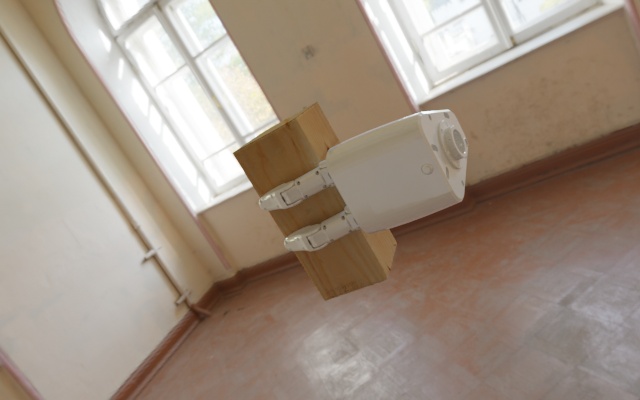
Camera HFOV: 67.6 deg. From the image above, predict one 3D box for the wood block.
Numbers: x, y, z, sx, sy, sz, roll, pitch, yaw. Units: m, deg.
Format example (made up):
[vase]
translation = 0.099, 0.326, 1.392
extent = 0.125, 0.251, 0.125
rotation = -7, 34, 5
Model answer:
[wood block]
translation = 0.000, 0.001, 0.569
extent = 0.090, 0.206, 0.090
rotation = -24, 14, 25
